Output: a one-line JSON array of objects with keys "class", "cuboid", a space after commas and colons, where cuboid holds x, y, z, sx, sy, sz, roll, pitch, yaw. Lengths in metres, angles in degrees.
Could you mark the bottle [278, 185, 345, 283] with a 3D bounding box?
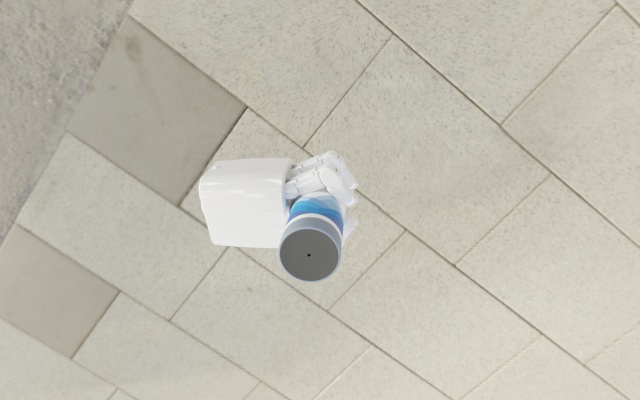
[{"class": "bottle", "cuboid": [0.000, 0.002, 0.631, 0.069, 0.069, 0.295, 0, 22, 5]}]
